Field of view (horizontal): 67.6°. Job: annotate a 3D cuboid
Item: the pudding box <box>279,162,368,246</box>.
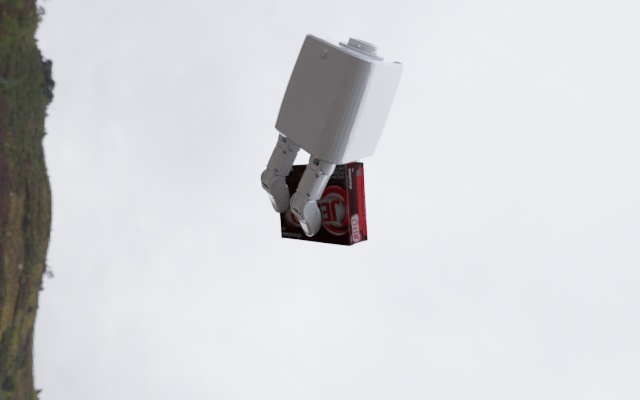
[{"bbox_3d":[0.000,0.002,0.550,0.039,0.090,0.113,-9,8,-44],"label":"pudding box"}]
